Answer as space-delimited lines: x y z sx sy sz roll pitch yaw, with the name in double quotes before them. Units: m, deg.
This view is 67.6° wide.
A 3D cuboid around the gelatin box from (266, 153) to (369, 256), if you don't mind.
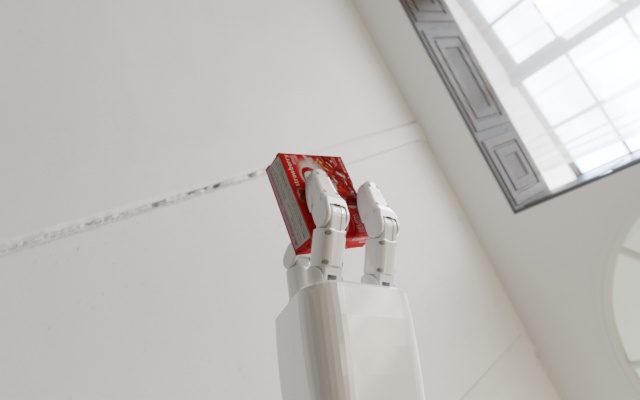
"gelatin box" 0.000 0.001 0.425 0.073 0.089 0.030 -1 -31 -40
